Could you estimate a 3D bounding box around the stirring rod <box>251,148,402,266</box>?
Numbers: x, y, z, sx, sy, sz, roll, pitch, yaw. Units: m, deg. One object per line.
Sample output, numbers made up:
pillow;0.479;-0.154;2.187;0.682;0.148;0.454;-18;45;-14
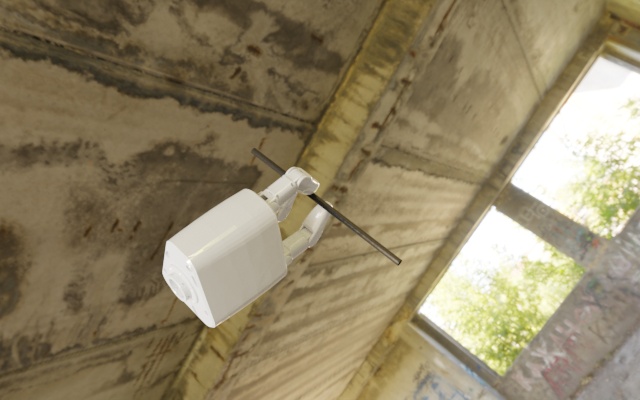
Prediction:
stirring rod;0.000;0.002;0.574;0.239;0.011;0.011;37;17;24
